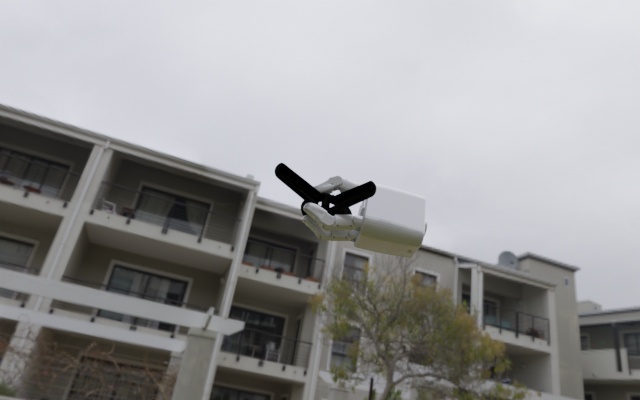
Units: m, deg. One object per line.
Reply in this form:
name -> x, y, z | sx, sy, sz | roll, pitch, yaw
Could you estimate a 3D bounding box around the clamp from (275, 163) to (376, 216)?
clamp -> 0.001, 0.002, 0.833 | 0.164, 0.036, 0.210 | 16, -25, 2
